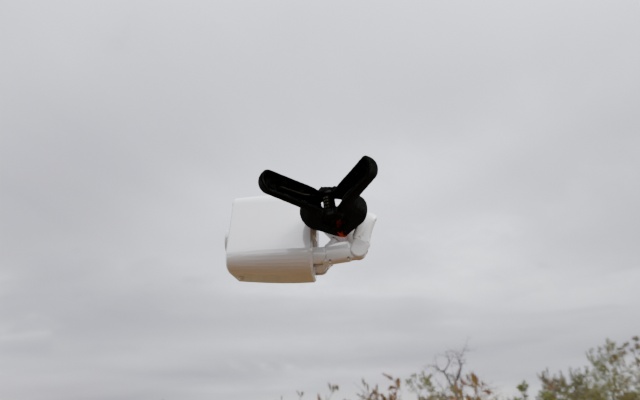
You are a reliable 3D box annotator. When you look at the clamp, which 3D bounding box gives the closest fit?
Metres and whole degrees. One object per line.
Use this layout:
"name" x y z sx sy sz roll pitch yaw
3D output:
"clamp" 0.000 0.001 0.536 0.120 0.039 0.171 2 -26 4
